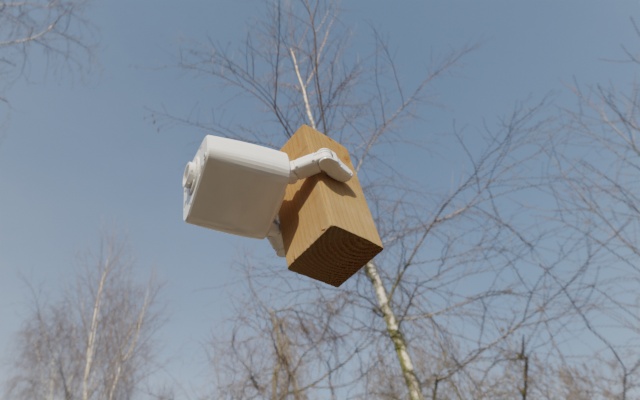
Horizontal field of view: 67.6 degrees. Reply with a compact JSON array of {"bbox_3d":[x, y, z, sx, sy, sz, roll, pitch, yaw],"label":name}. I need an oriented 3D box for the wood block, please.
[{"bbox_3d":[0.000,0.002,0.657,0.090,0.206,0.091,26,-58,-33],"label":"wood block"}]
